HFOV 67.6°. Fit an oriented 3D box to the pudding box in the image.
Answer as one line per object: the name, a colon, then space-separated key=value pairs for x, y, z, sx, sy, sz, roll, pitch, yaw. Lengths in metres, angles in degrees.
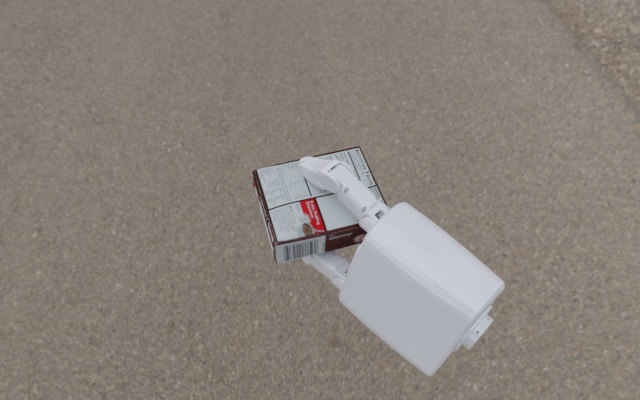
pudding box: x=0.000 y=0.001 z=0.454 sx=0.113 sy=0.090 sz=0.039 roll=-12 pitch=-34 yaw=-12
